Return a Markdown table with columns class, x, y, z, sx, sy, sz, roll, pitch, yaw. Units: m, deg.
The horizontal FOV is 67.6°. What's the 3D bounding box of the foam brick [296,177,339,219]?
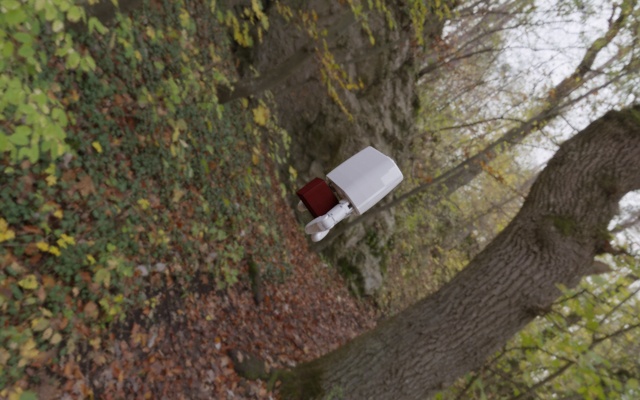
| class | x | y | z | sx | sy | sz | roll | pitch | yaw |
| --- | --- | --- | --- | --- | --- | --- | --- | --- | --- |
| foam brick | 0.000 | 0.003 | 0.881 | 0.051 | 0.078 | 0.053 | -38 | 16 | -7 |
